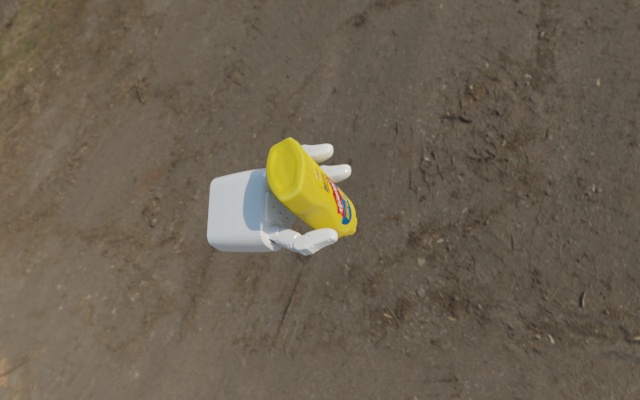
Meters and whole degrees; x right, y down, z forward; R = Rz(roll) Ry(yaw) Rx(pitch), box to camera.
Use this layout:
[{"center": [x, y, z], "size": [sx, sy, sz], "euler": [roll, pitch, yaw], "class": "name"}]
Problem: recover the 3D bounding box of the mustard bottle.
[{"center": [0.000, 0.002, 0.658], "size": [0.058, 0.096, 0.192], "euler": [-27, -39, 16], "class": "mustard bottle"}]
